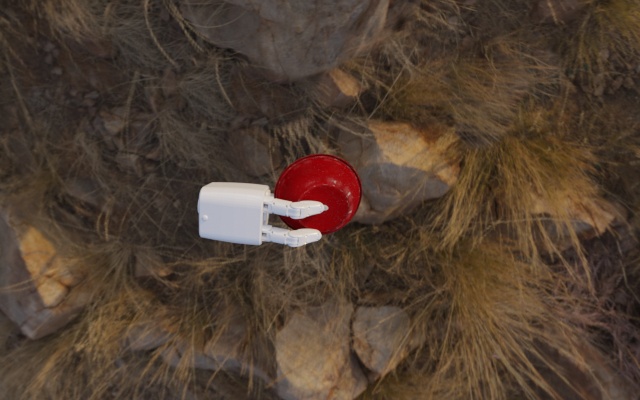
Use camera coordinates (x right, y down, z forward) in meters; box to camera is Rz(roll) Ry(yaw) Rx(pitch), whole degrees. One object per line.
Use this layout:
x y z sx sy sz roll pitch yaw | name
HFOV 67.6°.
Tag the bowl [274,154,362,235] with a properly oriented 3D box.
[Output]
0.002 0.003 0.837 0.162 0.162 0.055 0 26 -10 | bowl
